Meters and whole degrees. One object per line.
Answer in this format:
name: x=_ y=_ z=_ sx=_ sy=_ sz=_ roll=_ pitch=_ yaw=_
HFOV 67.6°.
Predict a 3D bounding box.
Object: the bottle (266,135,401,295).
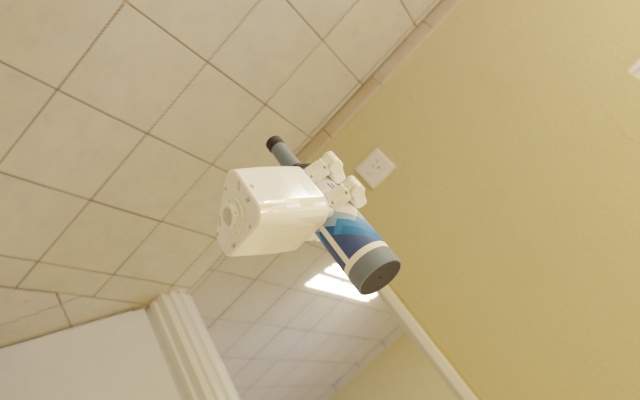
bottle: x=0.000 y=0.002 z=0.685 sx=0.069 sy=0.069 sz=0.295 roll=0 pitch=41 yaw=-43
